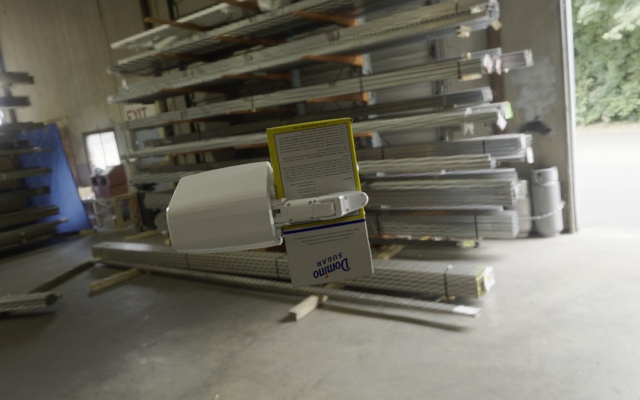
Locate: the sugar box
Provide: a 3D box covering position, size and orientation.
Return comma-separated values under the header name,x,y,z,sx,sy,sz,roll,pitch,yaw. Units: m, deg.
name,x,y,z,sx,sy,sz,roll,pitch,yaw
sugar box,0.000,0.002,0.531,0.093,0.176,0.048,-8,9,-1
